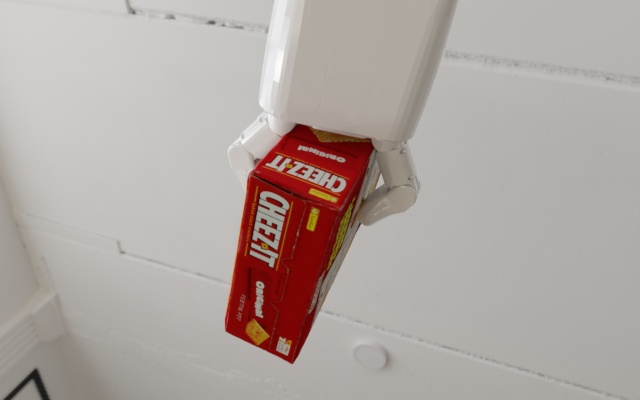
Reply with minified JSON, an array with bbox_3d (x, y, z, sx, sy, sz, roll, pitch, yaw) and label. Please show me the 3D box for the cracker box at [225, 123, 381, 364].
[{"bbox_3d":[0.000,0.001,0.416,0.072,0.164,0.213,21,37,9],"label":"cracker box"}]
